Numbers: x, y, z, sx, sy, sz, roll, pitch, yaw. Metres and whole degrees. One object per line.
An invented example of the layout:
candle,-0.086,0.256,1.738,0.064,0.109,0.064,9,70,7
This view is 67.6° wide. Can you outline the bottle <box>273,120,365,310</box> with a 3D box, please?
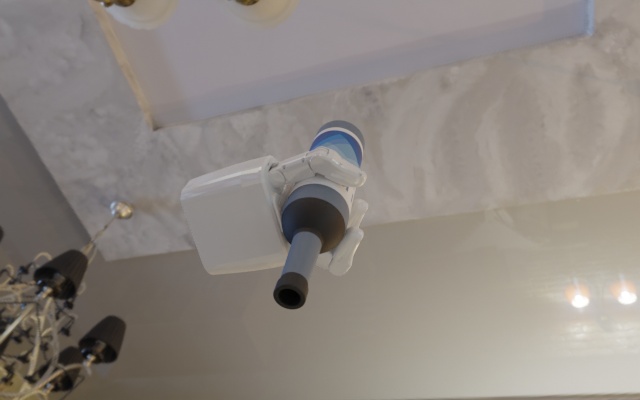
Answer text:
bottle,0.000,0.001,0.508,0.069,0.069,0.295,0,32,12
